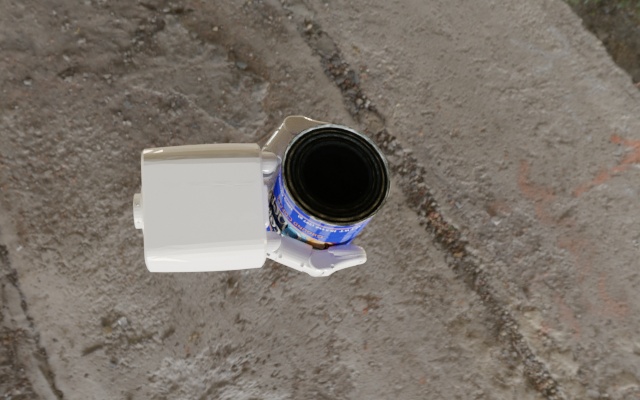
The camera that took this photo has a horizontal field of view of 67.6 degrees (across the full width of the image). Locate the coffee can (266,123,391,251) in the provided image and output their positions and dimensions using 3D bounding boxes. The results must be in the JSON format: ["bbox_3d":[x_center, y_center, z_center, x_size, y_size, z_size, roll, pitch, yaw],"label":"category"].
[{"bbox_3d":[0.000,0.002,0.490,0.103,0.102,0.140,0,-23,-14],"label":"coffee can"}]
